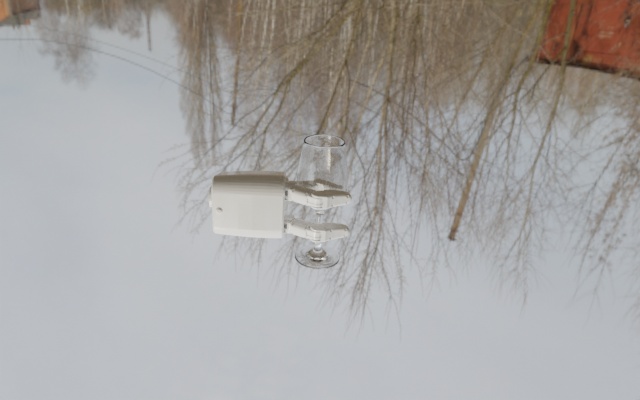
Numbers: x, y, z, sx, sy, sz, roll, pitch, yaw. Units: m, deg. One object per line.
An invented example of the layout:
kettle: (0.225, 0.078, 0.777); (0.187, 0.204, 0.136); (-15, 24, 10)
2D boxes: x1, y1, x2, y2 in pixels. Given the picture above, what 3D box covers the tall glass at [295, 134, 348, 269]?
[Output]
tall glass: (0.000, 0.003, 0.742); (0.079, 0.201, 0.079); (3, 25, -2)
